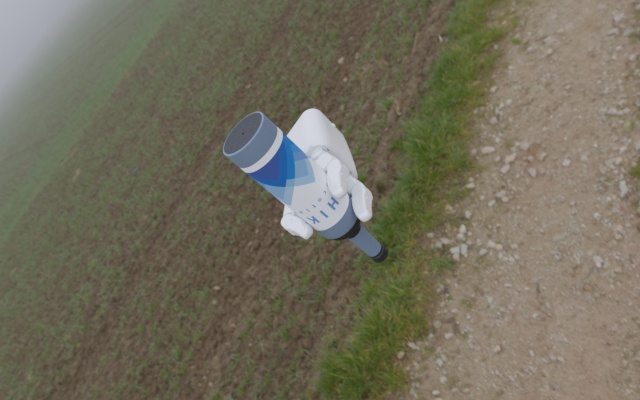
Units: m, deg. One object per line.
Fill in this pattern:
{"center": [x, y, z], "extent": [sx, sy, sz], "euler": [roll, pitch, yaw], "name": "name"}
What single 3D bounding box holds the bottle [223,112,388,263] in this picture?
{"center": [0.000, 0.002, 0.641], "extent": [0.069, 0.069, 0.296], "euler": [0, -33, 48], "name": "bottle"}
